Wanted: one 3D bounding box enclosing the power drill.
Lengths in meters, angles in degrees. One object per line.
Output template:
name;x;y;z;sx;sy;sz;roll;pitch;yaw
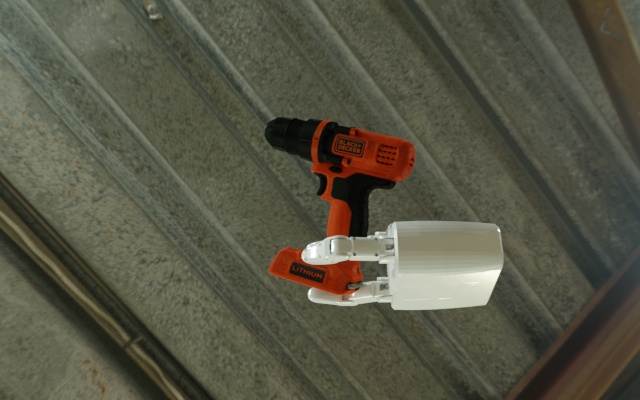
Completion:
power drill;0.000;0.002;0.549;0.184;0.187;0.057;15;3;23
